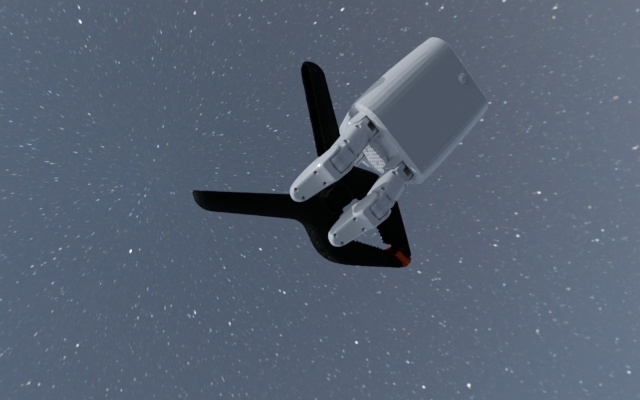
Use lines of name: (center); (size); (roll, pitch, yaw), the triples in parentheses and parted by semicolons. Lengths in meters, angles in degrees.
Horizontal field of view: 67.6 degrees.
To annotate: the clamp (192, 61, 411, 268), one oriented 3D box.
clamp: (0.000, 0.002, 0.448); (0.164, 0.210, 0.036); (-44, 16, -10)
